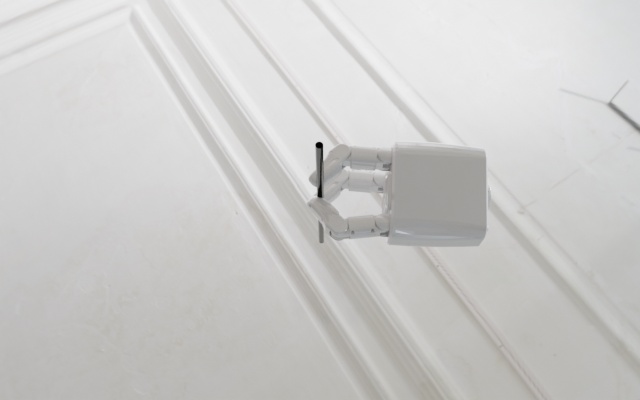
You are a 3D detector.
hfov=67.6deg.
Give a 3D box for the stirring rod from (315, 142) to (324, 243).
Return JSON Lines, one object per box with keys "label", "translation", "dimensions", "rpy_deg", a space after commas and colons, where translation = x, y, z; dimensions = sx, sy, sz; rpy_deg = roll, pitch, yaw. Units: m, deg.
{"label": "stirring rod", "translation": [0.000, 0.002, 0.562], "dimensions": [0.011, 0.011, 0.240], "rpy_deg": [0, -27, 1]}
